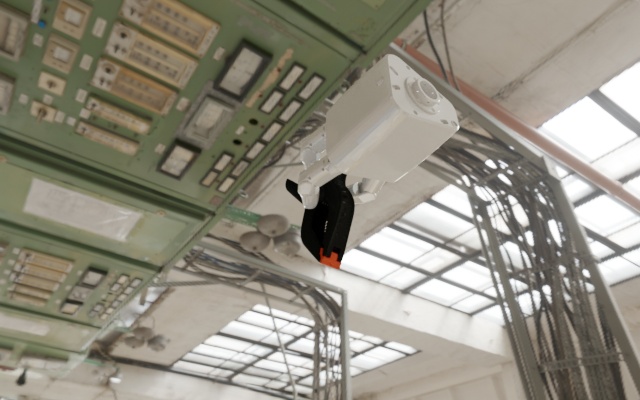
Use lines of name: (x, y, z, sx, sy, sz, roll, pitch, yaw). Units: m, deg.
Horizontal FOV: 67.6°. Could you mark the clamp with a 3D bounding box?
clamp: (0.001, 0.003, 0.632, 0.036, 0.209, 0.165, 23, -42, -27)
